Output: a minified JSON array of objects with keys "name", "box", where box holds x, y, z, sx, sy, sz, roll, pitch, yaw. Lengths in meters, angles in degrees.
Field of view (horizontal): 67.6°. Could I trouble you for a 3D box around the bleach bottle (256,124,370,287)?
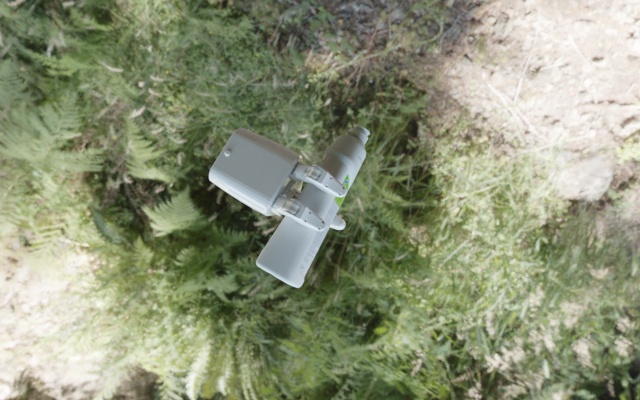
[{"name":"bleach bottle","box":[0.000,0.002,0.704,0.068,0.251,0.102,29,-9,11]}]
